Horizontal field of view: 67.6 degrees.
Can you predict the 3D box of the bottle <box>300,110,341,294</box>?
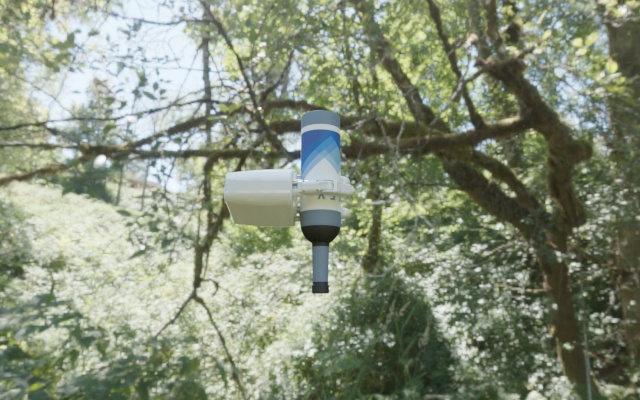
[{"bbox_3d":[0.000,0.002,0.783,0.069,0.295,0.069,0,-12,0],"label":"bottle"}]
